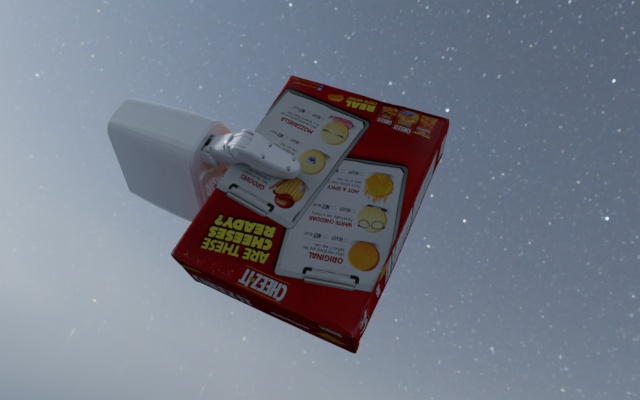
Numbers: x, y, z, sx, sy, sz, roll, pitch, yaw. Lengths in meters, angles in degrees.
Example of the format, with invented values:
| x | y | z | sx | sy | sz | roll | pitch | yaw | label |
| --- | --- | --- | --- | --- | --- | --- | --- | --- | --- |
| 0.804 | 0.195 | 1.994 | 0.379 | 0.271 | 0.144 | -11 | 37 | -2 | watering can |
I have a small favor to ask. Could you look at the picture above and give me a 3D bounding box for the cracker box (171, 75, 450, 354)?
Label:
| x | y | z | sx | sy | sz | roll | pitch | yaw | label |
| --- | --- | --- | --- | --- | --- | --- | --- | --- | --- |
| 0.000 | 0.001 | 0.430 | 0.164 | 0.213 | 0.072 | 20 | -25 | 18 | cracker box |
